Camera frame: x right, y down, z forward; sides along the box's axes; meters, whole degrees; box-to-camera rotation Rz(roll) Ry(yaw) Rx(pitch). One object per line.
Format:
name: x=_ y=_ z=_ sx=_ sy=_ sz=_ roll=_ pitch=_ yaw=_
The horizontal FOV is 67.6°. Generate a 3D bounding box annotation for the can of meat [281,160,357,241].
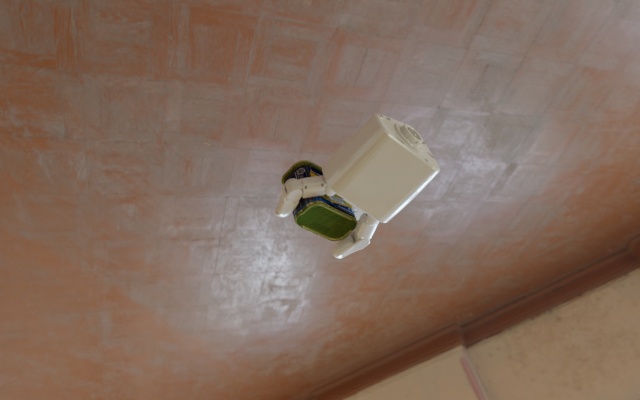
can of meat: x=0.000 y=0.002 z=0.685 sx=0.102 sy=0.084 sz=0.057 roll=26 pitch=-58 yaw=-38
